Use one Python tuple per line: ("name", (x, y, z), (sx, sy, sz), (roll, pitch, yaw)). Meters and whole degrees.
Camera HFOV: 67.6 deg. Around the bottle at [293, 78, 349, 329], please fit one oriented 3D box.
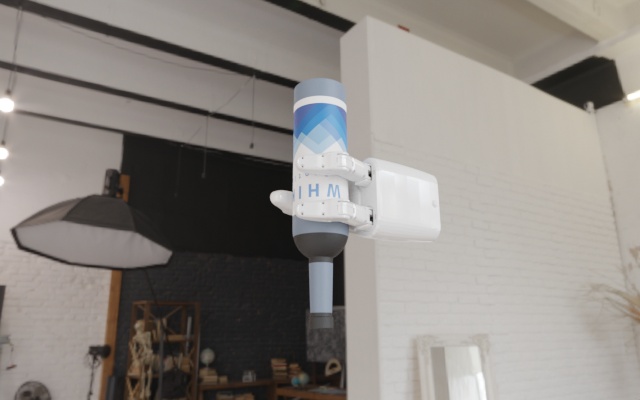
("bottle", (0.000, 0.002, 0.573), (0.069, 0.295, 0.069), (0, -15, 0))
